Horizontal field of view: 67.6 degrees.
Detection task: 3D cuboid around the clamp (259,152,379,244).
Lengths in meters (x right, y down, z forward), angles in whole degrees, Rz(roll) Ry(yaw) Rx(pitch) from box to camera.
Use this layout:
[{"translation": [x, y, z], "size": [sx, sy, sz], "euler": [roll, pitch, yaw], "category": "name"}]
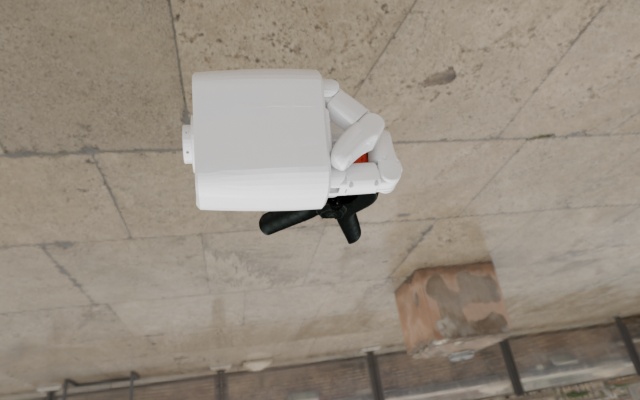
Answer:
[{"translation": [0.000, 0.002, 0.494], "size": [0.120, 0.039, 0.172], "euler": [-2, -30, -12], "category": "clamp"}]
